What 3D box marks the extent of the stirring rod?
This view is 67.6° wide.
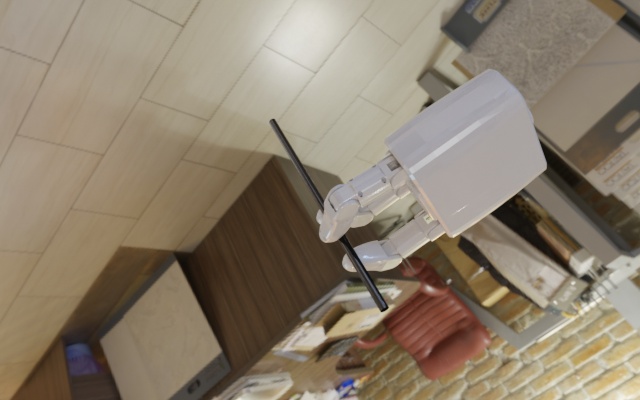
[{"bbox_3d":[0.000,0.001,0.451,0.011,0.239,0.011,-21,-34,-15],"label":"stirring rod"}]
